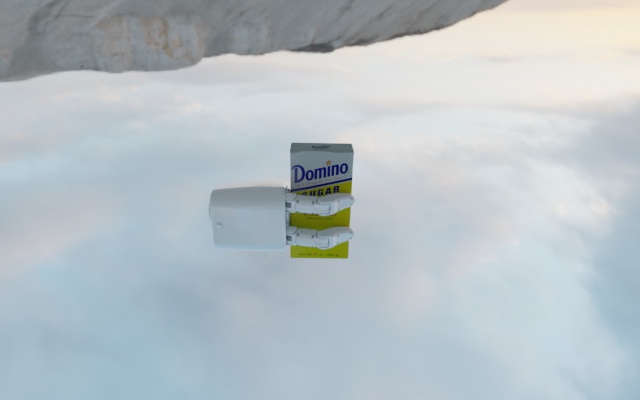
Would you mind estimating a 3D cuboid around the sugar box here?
[{"bbox_3d":[0.000,0.003,0.721,0.093,0.176,0.048,0,26,-1],"label":"sugar box"}]
